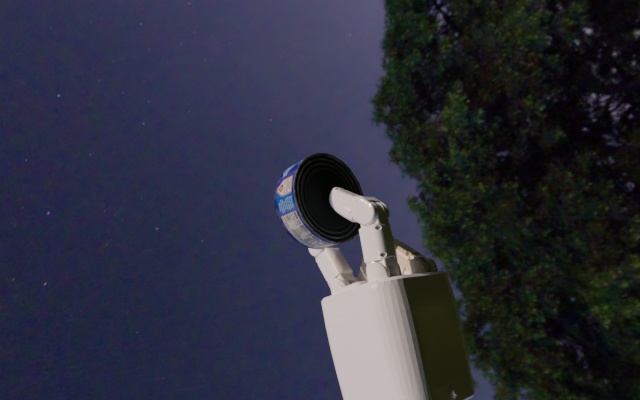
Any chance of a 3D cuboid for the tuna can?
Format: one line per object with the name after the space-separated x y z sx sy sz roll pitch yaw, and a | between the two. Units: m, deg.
0.000 0.002 0.445 0.086 0.086 0.034 0 -16 -42 | tuna can
